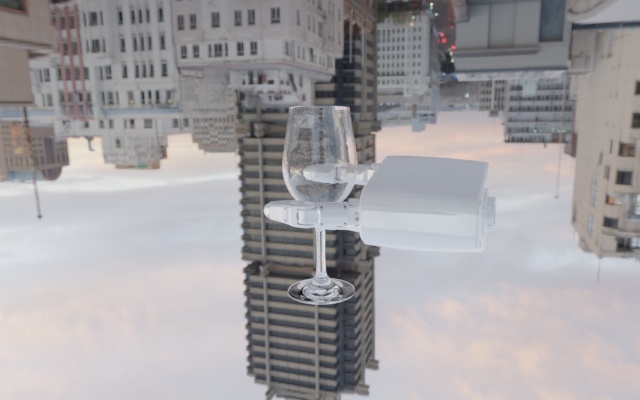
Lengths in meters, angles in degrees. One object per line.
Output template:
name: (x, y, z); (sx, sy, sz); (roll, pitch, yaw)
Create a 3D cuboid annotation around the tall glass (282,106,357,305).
tall glass: (0.000, 0.002, 0.505); (0.079, 0.201, 0.079); (-1, 11, 0)
